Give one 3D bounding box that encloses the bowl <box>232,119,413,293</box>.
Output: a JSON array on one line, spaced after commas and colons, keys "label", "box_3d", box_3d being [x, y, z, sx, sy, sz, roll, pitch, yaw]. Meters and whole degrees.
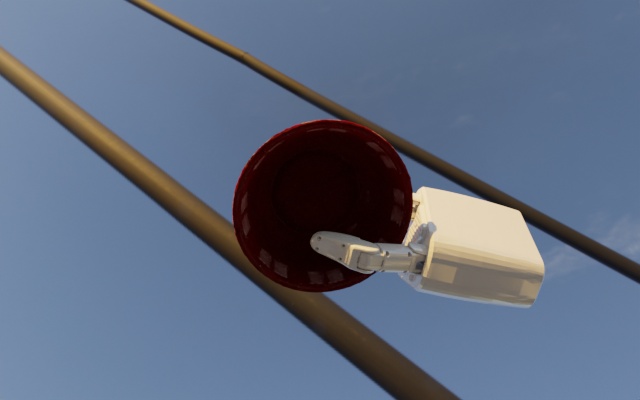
[{"label": "bowl", "box_3d": [-0.001, 0.001, 0.441, 0.162, 0.162, 0.055, 0, 20, -11]}]
